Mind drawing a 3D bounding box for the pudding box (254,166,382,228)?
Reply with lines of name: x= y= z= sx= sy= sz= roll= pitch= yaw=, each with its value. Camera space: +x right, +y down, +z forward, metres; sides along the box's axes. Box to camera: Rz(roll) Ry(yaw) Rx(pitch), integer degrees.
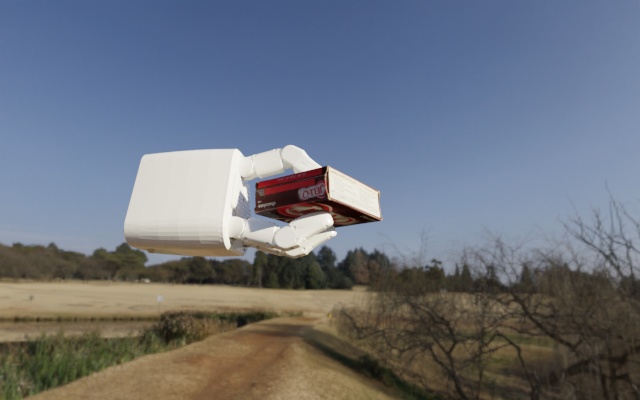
pudding box: x=0.000 y=0.001 z=0.501 sx=0.090 sy=0.039 sz=0.113 roll=-10 pitch=-15 yaw=32
